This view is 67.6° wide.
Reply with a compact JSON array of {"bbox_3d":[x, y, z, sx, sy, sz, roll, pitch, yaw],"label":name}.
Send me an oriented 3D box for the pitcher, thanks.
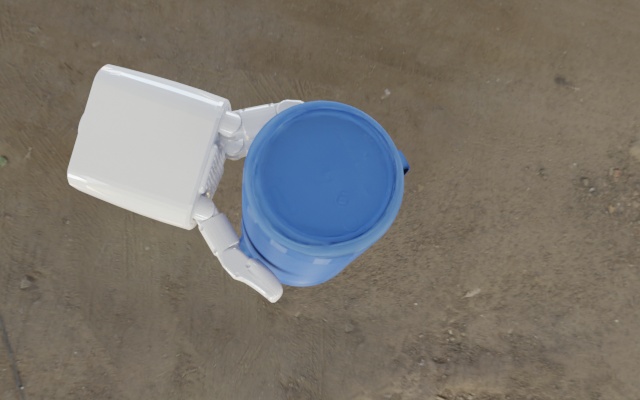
[{"bbox_3d":[0.000,0.001,0.425,0.145,0.149,0.243,20,-13,-3],"label":"pitcher"}]
